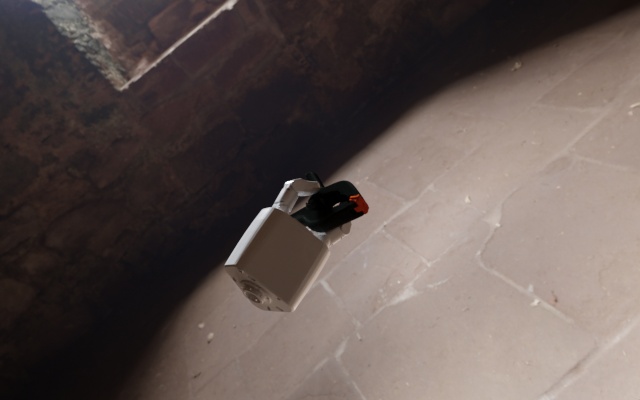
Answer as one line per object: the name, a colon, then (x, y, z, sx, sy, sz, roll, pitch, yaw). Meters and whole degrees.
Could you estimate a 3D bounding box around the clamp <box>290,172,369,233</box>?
clamp: (0.000, 0.002, 0.748, 0.210, 0.164, 0.036, -11, -52, 48)
